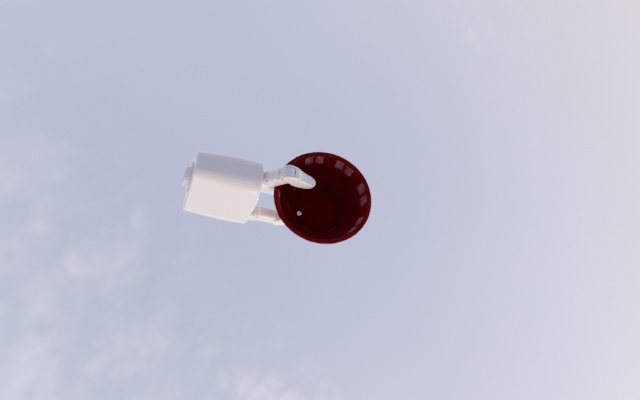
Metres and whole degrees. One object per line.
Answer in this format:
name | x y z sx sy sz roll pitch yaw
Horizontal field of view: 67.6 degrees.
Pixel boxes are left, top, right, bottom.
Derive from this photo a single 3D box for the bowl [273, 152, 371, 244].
bowl | 0.001 0.003 0.791 0.162 0.162 0.055 0 -22 -11
